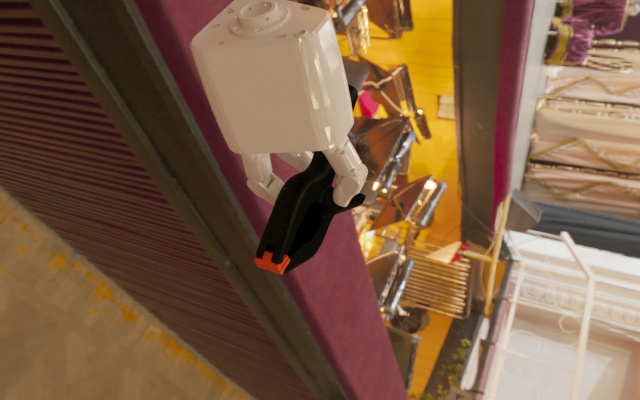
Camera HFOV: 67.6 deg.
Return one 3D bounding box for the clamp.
[{"bbox_3d":[0.001,0.002,0.508,0.036,0.210,0.165,13,-38,25],"label":"clamp"}]
